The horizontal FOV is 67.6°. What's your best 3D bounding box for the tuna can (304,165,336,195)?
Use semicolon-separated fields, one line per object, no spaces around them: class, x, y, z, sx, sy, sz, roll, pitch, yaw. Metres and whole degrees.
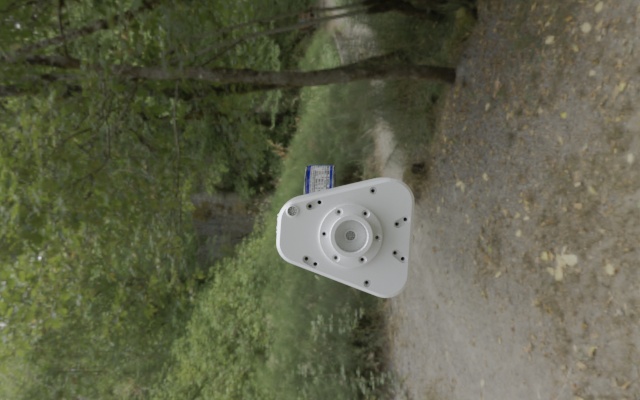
tuna can;0.000;0.002;0.550;0.034;0.086;0.086;1;0;3
